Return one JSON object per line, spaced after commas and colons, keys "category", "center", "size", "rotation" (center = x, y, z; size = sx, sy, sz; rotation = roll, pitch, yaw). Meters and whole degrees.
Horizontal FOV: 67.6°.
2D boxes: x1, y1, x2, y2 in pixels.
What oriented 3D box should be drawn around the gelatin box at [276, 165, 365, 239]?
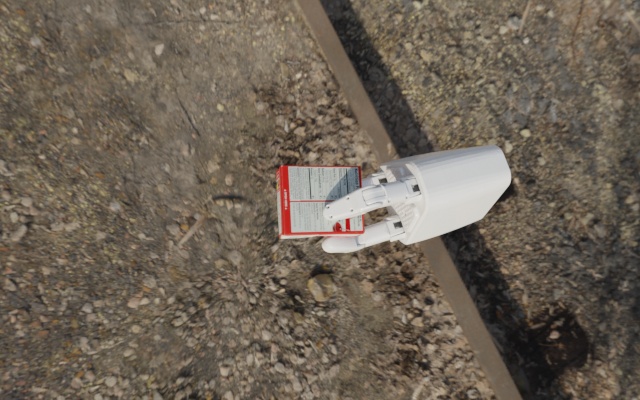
{"category": "gelatin box", "center": [0.000, 0.002, 0.500], "size": [0.089, 0.073, 0.030], "rotation": [0, -11, -16]}
